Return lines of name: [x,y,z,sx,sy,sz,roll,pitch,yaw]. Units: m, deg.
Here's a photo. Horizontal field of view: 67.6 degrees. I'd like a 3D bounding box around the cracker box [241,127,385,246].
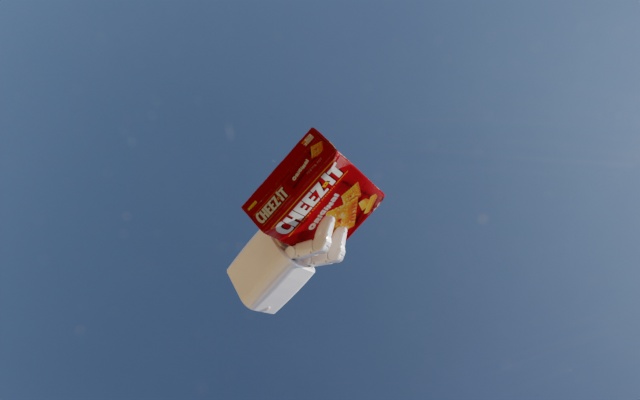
cracker box: [0.000,0.003,0.780,0.072,0.164,0.214,45,6,32]
